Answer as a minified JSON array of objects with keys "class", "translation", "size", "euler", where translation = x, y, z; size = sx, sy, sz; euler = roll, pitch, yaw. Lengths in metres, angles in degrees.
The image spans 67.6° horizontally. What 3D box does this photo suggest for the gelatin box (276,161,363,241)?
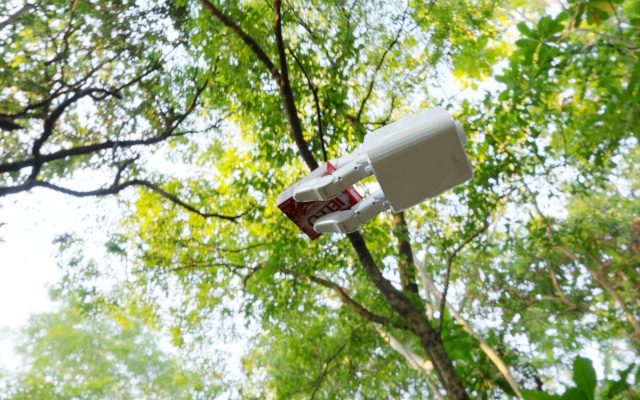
[{"class":"gelatin box","translation":[0.000,0.002,0.617],"size":[0.089,0.073,0.030],"euler":[-33,27,22]}]
